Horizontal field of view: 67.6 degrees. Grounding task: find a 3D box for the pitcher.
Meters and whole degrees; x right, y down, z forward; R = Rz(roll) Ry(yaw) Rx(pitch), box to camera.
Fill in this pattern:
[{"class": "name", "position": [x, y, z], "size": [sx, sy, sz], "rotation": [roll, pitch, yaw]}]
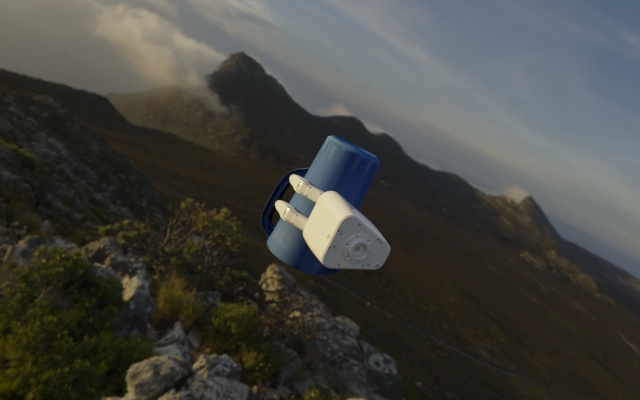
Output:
[{"class": "pitcher", "position": [0.000, 0.003, 0.888], "size": [0.149, 0.243, 0.145], "rotation": [23, 12, -23]}]
